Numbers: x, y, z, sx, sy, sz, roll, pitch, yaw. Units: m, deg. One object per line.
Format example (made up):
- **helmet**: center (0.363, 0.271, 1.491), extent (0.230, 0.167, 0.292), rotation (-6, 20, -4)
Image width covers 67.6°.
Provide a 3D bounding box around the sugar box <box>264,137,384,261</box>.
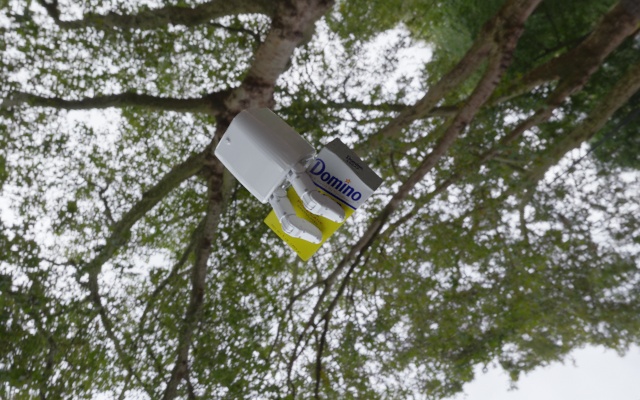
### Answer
- **sugar box**: center (0.000, 0.002, 0.694), extent (0.176, 0.093, 0.048), rotation (-49, -4, 38)
